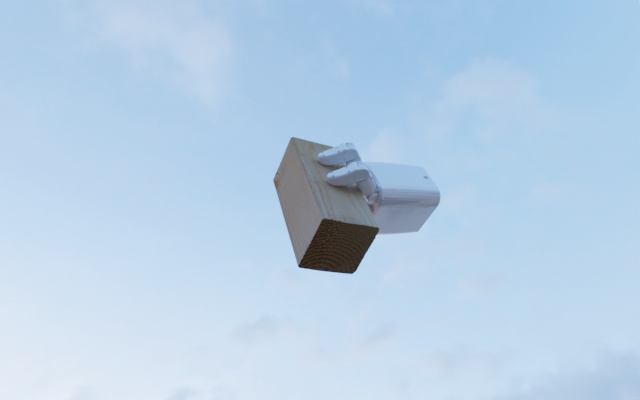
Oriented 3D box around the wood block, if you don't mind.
[{"bbox_3d":[0.000,0.003,0.716,0.090,0.091,0.206,10,33,-24],"label":"wood block"}]
